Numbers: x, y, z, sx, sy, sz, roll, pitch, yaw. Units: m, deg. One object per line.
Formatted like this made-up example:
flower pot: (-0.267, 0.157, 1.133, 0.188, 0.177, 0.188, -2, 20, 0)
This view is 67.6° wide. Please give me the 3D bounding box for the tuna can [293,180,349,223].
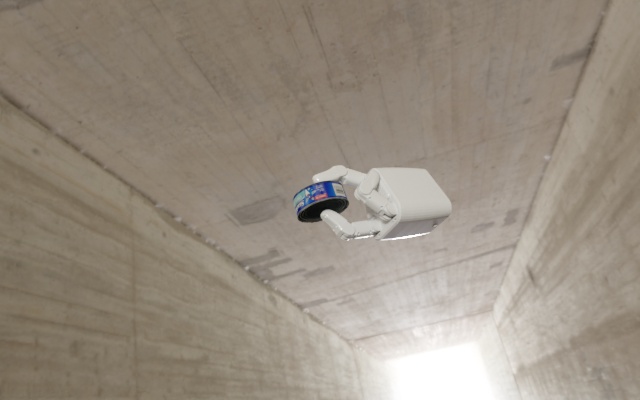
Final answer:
tuna can: (0.000, 0.002, 0.762, 0.086, 0.033, 0.086, -15, -22, -6)
